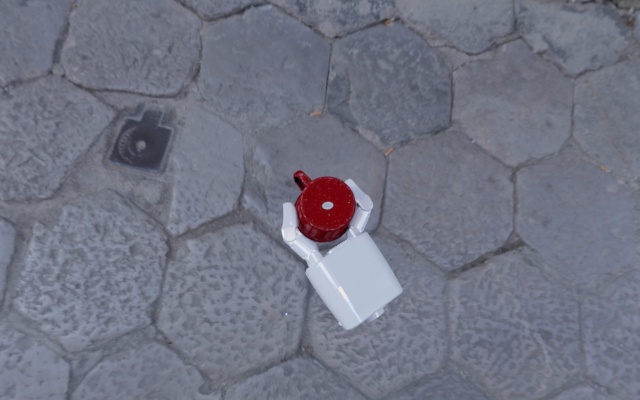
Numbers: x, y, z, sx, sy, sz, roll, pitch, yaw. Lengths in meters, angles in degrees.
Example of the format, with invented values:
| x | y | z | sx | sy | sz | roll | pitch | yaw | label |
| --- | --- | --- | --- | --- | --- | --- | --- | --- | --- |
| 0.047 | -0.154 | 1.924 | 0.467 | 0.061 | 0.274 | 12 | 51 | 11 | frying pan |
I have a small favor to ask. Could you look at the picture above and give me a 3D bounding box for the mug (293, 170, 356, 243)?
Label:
| x | y | z | sx | sy | sz | roll | pitch | yaw | label |
| --- | --- | --- | --- | --- | --- | --- | --- | --- | --- |
| -0.001 | 0.001 | 0.710 | 0.093 | 0.117 | 0.081 | -35 | -7 | -11 | mug |
